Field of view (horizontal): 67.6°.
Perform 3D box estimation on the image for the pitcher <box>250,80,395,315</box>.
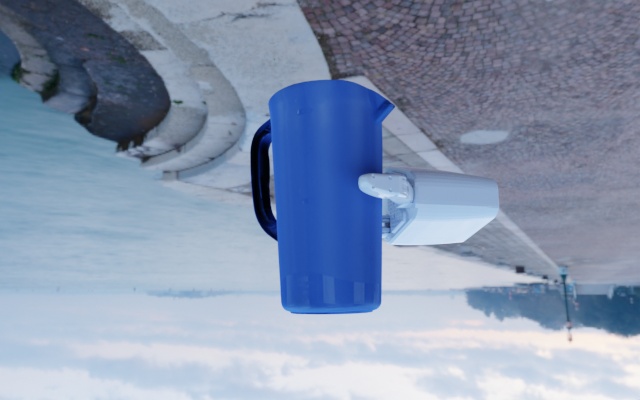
[{"bbox_3d":[0.000,0.002,0.538,0.145,0.242,0.149,2,-11,-15],"label":"pitcher"}]
